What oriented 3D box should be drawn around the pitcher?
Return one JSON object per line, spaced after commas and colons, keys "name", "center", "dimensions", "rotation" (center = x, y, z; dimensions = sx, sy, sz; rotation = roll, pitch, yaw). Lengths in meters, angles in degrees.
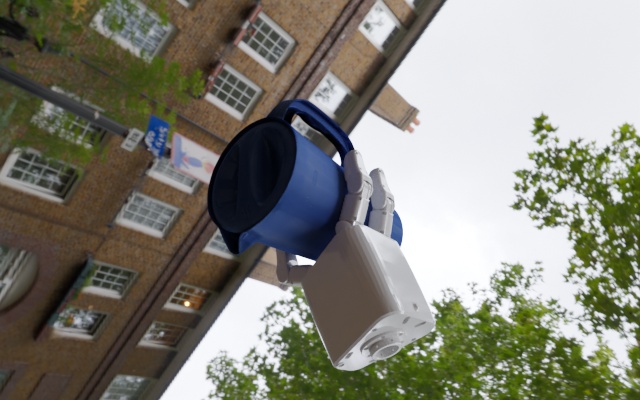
{"name": "pitcher", "center": [0.000, 0.002, 0.579], "dimensions": [0.149, 0.145, 0.243], "rotation": [-40, -42, 20]}
